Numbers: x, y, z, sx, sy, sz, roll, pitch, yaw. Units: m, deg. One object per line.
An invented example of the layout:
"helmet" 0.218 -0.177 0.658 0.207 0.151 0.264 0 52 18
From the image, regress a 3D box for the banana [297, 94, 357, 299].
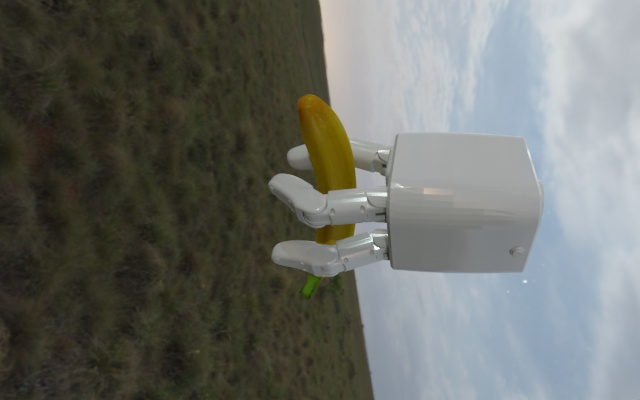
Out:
"banana" 0.008 -0.004 0.425 0.037 0.198 0.069 12 32 22
